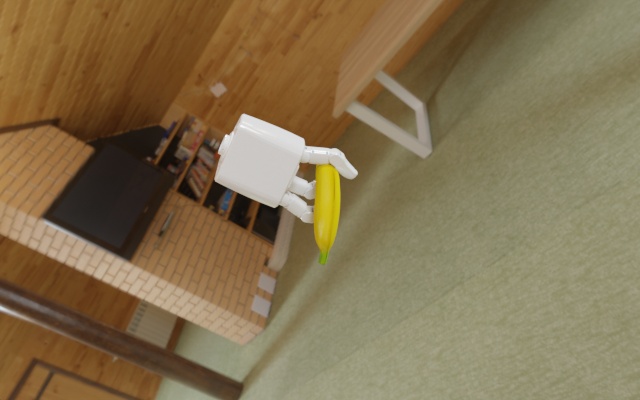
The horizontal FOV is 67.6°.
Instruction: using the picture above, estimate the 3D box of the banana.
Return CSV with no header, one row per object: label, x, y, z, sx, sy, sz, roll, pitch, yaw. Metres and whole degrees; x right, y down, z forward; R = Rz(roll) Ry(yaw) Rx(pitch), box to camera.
banana,0.006,-0.004,0.740,0.037,0.197,0.070,14,-35,-15
